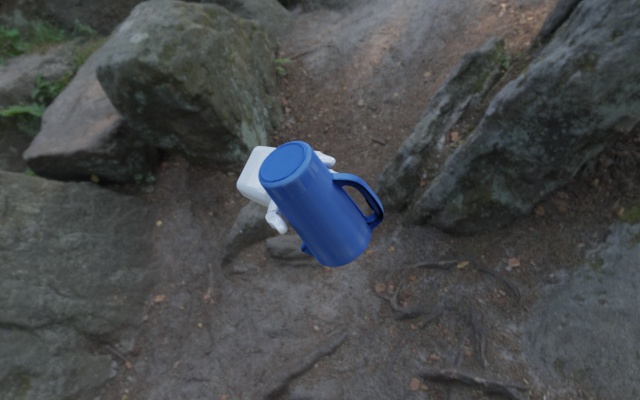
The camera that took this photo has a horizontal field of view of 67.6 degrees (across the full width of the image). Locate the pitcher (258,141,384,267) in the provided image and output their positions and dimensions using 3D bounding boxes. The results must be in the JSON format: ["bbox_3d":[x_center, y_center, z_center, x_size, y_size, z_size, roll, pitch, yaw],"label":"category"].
[{"bbox_3d":[0.000,0.003,0.887,0.145,0.149,0.243,20,-25,44],"label":"pitcher"}]
